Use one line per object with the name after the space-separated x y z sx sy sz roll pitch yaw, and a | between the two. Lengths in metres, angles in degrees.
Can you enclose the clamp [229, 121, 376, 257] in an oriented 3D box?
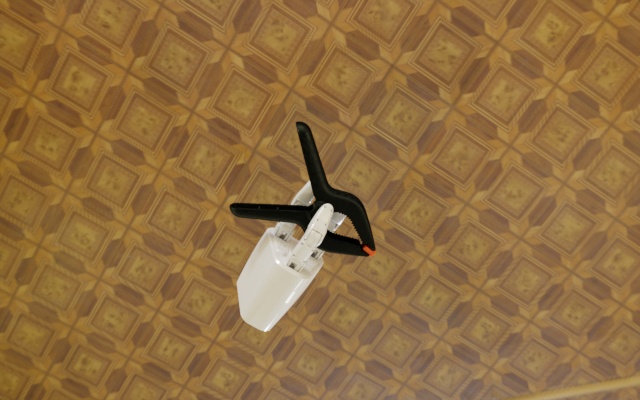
0.000 0.003 0.665 0.210 0.164 0.036 31 19 -8 | clamp
